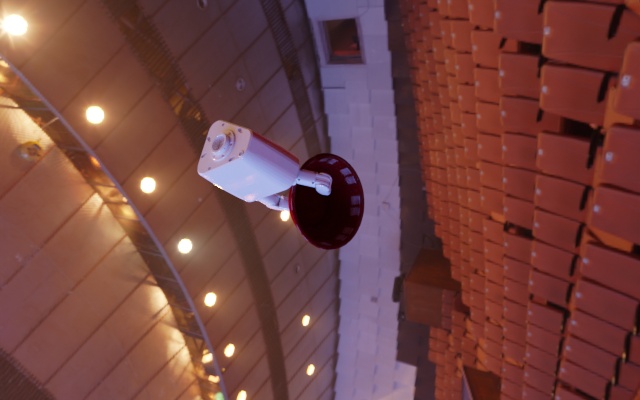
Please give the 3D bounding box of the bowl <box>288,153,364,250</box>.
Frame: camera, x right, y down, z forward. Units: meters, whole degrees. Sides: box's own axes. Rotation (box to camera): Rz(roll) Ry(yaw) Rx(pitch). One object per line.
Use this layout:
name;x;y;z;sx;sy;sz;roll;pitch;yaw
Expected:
bowl;0.001;0.003;0.815;0.162;0.162;0.055;0;-3;-40
